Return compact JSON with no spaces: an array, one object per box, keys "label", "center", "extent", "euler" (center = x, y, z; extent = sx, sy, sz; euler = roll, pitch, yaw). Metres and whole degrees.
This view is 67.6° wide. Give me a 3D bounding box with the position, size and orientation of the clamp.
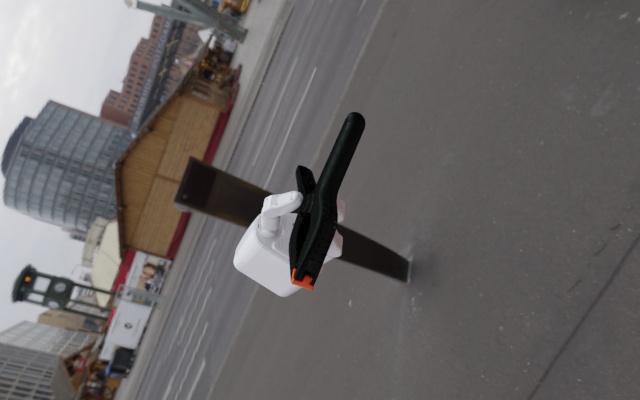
[{"label":"clamp","center":[-0.001,0.002,0.580],"extent":[0.036,0.209,0.165],"euler":[21,-37,-19]}]
